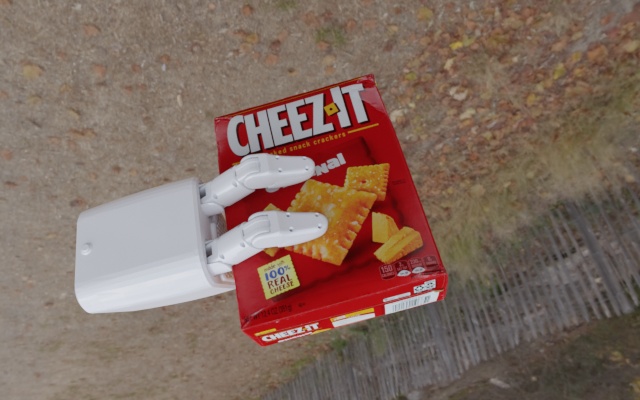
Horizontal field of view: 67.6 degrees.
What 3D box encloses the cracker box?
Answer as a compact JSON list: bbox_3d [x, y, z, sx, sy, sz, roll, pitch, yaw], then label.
[{"bbox_3d":[0.000,0.002,0.429,0.164,0.213,0.072,-15,-29,2],"label":"cracker box"}]
